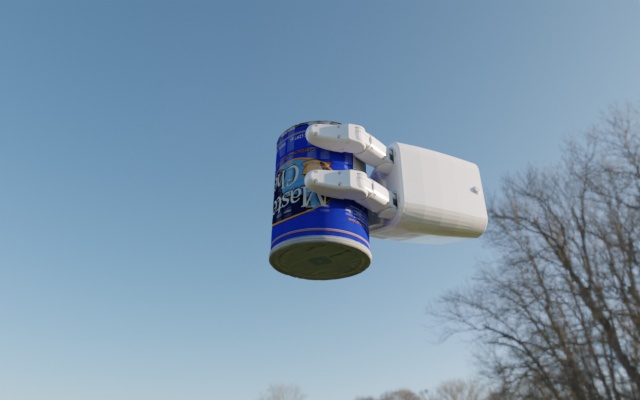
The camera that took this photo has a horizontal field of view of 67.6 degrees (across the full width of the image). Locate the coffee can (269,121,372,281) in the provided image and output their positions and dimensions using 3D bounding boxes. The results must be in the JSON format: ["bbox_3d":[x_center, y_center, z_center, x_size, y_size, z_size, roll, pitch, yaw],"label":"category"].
[{"bbox_3d":[0.000,0.002,0.510,0.103,0.140,0.103,0,-29,0],"label":"coffee can"}]
